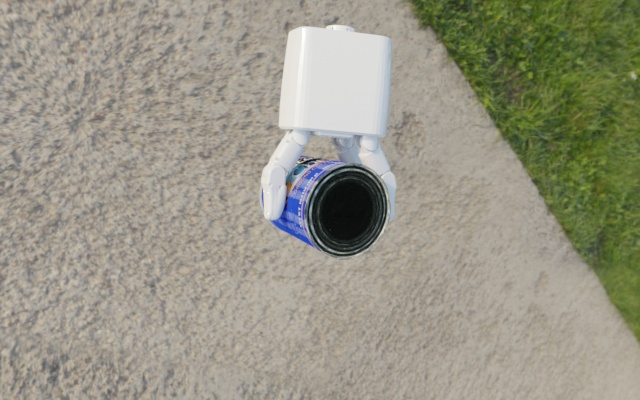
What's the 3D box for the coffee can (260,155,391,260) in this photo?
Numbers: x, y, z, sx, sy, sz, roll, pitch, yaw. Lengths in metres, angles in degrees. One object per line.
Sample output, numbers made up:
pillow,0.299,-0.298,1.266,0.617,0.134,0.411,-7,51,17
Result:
coffee can,0.000,0.002,0.557,0.103,0.103,0.140,0,9,-26
